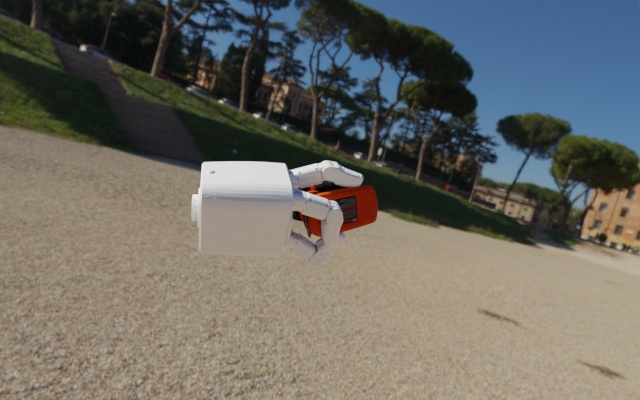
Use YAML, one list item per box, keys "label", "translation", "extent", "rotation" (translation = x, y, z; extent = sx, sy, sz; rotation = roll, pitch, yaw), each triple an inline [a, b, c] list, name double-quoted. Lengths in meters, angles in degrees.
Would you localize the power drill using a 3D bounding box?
- label: "power drill"
  translation: [0.000, 0.002, 0.703]
  extent: [0.184, 0.057, 0.187]
  rotation: [-14, 11, -28]
